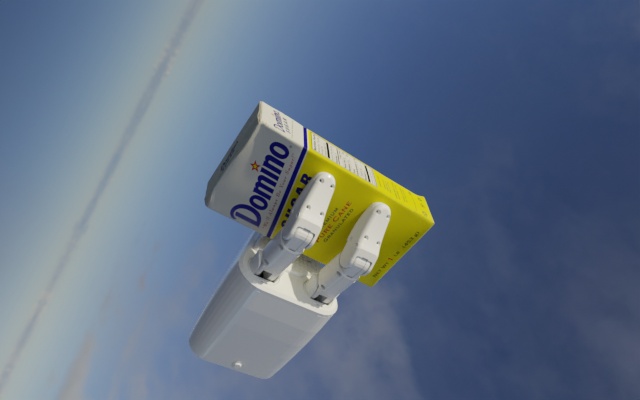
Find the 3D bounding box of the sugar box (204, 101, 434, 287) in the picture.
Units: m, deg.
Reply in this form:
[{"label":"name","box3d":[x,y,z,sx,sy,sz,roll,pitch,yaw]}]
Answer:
[{"label":"sugar box","box3d":[0.000,0.002,0.411,0.176,0.093,0.048,27,28,-23]}]
